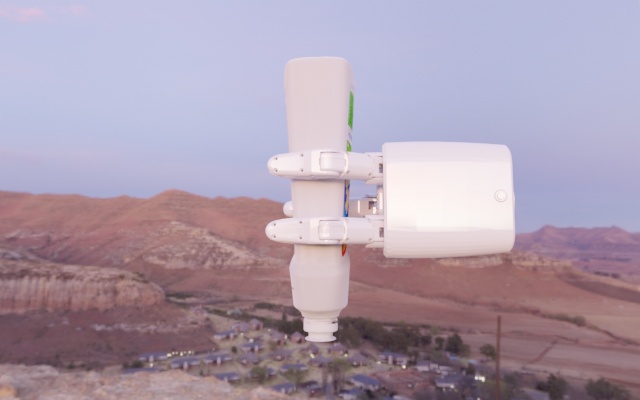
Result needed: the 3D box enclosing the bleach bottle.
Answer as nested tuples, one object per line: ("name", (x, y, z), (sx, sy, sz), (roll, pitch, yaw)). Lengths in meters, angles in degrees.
("bleach bottle", (0.000, 0.001, 0.453), (0.068, 0.251, 0.102), (-1, -5, 4))
